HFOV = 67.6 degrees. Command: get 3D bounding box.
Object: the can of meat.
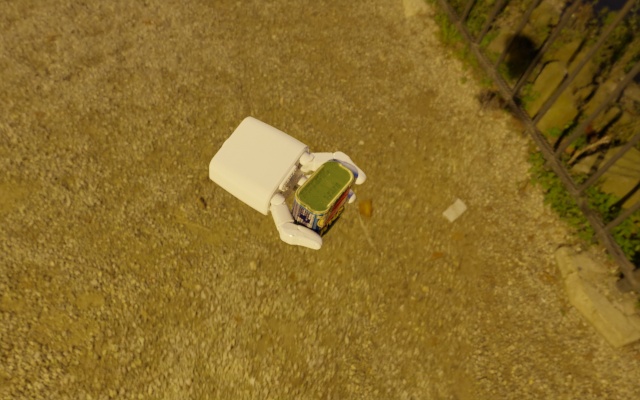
[{"bbox_3d":[0.000,0.002,0.688,0.057,0.102,0.084,33,-36,13],"label":"can of meat"}]
